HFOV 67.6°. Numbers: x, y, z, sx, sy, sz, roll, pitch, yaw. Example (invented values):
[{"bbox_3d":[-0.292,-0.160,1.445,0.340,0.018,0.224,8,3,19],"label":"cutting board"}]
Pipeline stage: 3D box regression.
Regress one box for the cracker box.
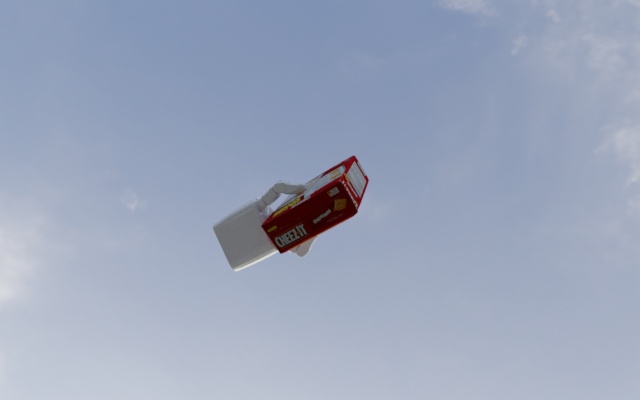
[{"bbox_3d":[0.000,0.003,0.898,0.164,0.072,0.213,-30,9,18],"label":"cracker box"}]
